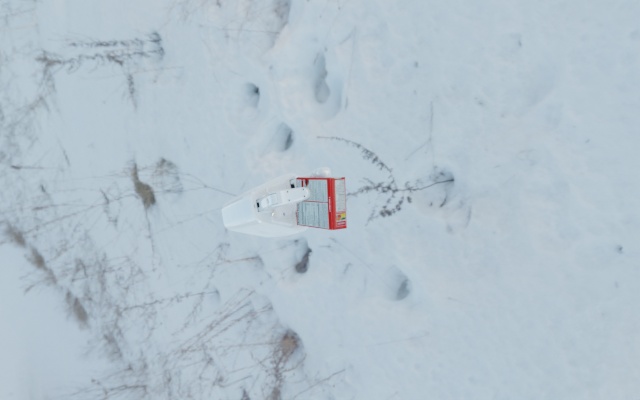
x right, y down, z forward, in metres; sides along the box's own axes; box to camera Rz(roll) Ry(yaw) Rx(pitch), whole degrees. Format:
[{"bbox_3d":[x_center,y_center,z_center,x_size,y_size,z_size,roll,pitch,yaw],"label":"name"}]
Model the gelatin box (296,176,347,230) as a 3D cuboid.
[{"bbox_3d":[0.000,0.002,0.691,0.030,0.073,0.089,-5,5,-36],"label":"gelatin box"}]
